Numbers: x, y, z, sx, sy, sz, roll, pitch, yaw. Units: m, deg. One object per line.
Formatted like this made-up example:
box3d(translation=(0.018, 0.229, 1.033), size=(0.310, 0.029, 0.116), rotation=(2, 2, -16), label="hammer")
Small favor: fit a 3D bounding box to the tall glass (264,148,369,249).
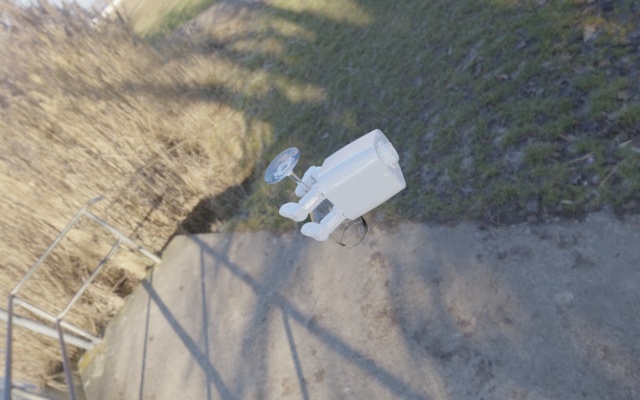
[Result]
box3d(translation=(0.000, 0.002, 0.814), size=(0.079, 0.079, 0.201), rotation=(0, -37, 51), label="tall glass")
